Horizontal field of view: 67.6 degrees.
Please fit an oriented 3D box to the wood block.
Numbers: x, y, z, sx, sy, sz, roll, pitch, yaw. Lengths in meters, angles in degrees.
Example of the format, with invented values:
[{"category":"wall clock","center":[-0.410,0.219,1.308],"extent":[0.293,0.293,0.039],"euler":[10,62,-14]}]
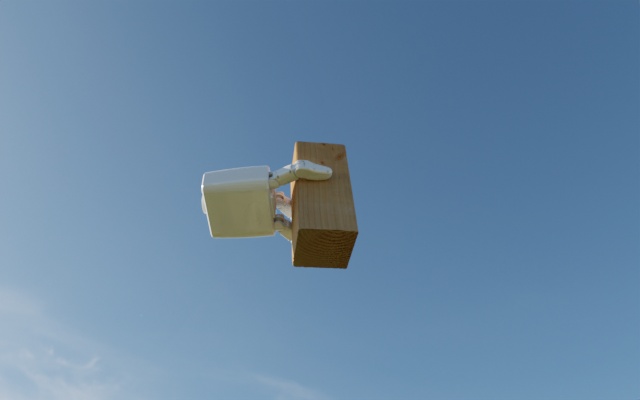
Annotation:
[{"category":"wood block","center":[0.000,0.002,0.788],"extent":[0.090,0.091,0.206],"euler":[4,44,-8]}]
